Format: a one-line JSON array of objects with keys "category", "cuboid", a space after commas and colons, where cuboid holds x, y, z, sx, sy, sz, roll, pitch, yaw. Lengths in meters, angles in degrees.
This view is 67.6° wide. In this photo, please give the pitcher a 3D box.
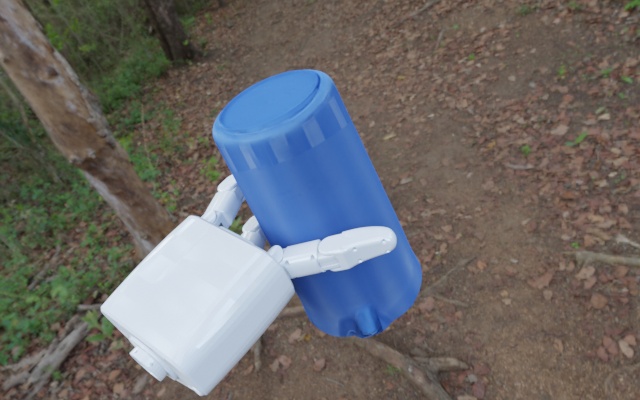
[{"category": "pitcher", "cuboid": [0.000, 0.002, 0.459, 0.149, 0.243, 0.145, 12, 50, 42]}]
